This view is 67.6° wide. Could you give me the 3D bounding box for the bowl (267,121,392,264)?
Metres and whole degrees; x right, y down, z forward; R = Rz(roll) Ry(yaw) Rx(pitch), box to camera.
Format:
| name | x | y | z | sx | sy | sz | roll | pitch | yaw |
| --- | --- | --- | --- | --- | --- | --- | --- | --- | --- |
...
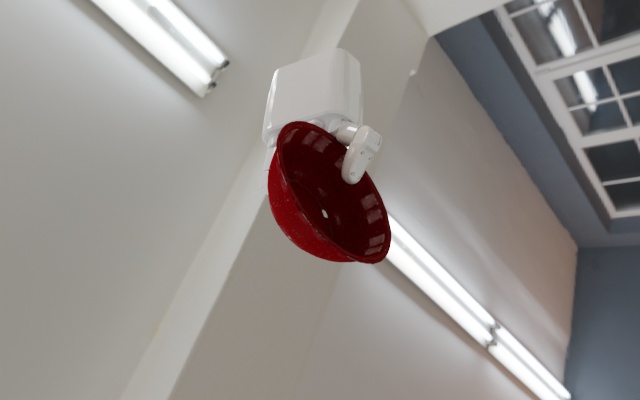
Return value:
| name | x | y | z | sx | sy | sz | roll | pitch | yaw |
| --- | --- | --- | --- | --- | --- | --- | --- | --- | --- |
| bowl | 0.000 | 0.003 | 0.477 | 0.055 | 0.162 | 0.162 | -35 | -19 | 29 |
